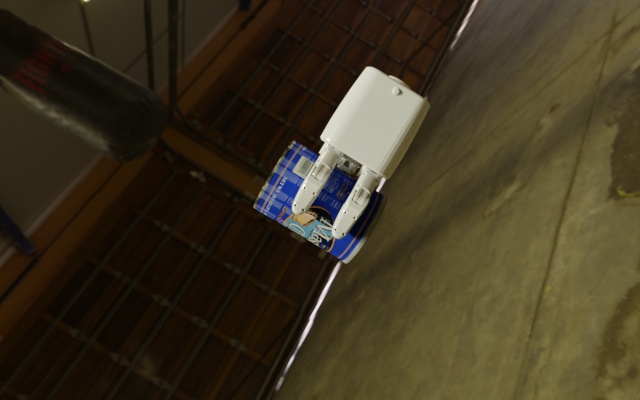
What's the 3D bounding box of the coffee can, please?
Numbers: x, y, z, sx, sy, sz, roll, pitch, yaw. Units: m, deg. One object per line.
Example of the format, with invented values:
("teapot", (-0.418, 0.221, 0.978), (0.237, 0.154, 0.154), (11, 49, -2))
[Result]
("coffee can", (0.000, 0.002, 0.618), (0.140, 0.103, 0.103), (31, -2, -2))
